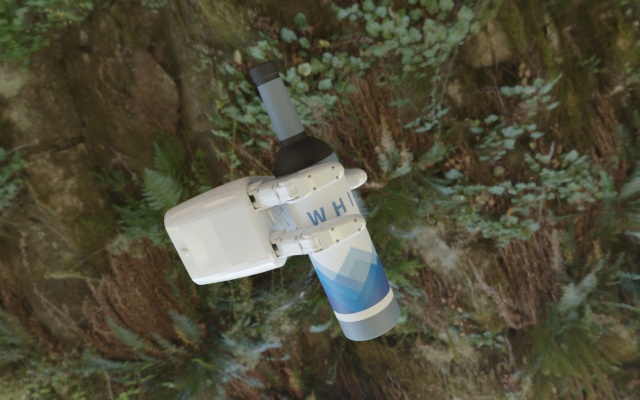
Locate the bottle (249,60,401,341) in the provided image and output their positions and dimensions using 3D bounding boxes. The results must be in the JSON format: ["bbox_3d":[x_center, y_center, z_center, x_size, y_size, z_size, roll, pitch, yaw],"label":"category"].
[{"bbox_3d":[0.000,0.002,0.491,0.069,0.296,0.069,-22,13,5],"label":"bottle"}]
